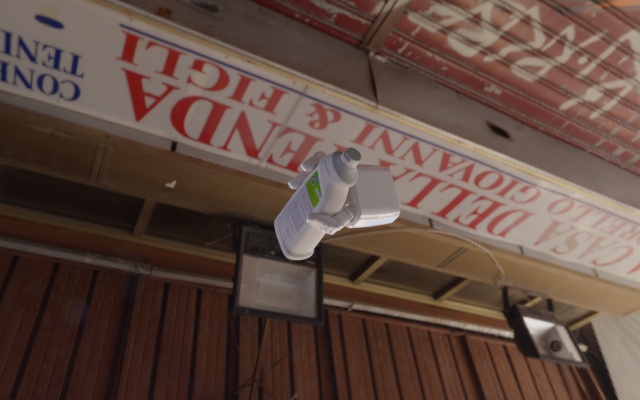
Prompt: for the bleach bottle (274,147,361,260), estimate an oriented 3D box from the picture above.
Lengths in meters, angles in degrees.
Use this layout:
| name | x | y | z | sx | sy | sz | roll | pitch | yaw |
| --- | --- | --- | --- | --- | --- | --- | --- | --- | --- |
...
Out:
| name | x | y | z | sx | sy | sz | roll | pitch | yaw |
| --- | --- | --- | --- | --- | --- | --- | --- | --- | --- |
| bleach bottle | 0.000 | 0.003 | 0.859 | 0.068 | 0.102 | 0.251 | -2 | -33 | -35 |
